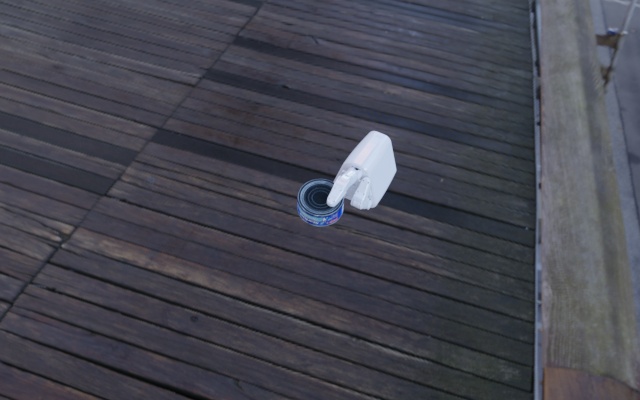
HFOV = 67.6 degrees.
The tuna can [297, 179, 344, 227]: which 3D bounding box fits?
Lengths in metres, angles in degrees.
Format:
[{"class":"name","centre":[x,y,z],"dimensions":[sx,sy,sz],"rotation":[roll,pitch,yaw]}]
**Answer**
[{"class":"tuna can","centre":[0.000,0.003,0.866],"dimensions":[0.086,0.086,0.034],"rotation":[0,-35,-2]}]
